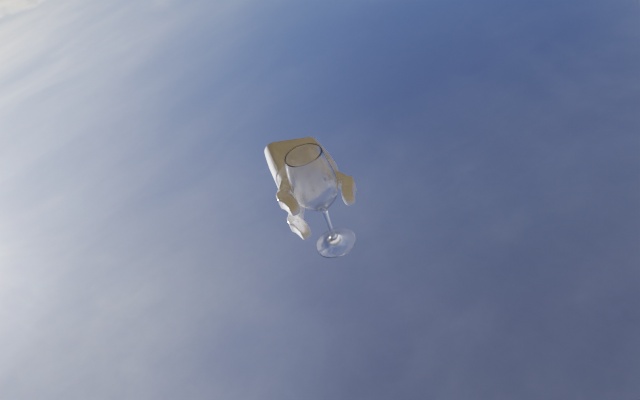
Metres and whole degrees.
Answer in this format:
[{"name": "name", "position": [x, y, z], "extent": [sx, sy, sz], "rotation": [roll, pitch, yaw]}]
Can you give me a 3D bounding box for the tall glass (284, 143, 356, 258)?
[{"name": "tall glass", "position": [0.000, 0.003, 0.802], "extent": [0.079, 0.201, 0.079], "rotation": [-12, 39, 10]}]
